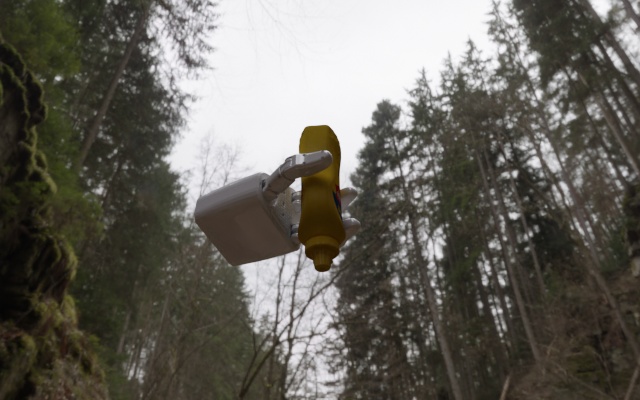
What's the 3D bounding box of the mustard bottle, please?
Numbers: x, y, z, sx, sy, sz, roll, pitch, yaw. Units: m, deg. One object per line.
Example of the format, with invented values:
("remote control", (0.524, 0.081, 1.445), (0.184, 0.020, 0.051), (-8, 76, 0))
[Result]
("mustard bottle", (0.000, 0.002, 0.601), (0.058, 0.191, 0.096), (-3, -37, 3))
